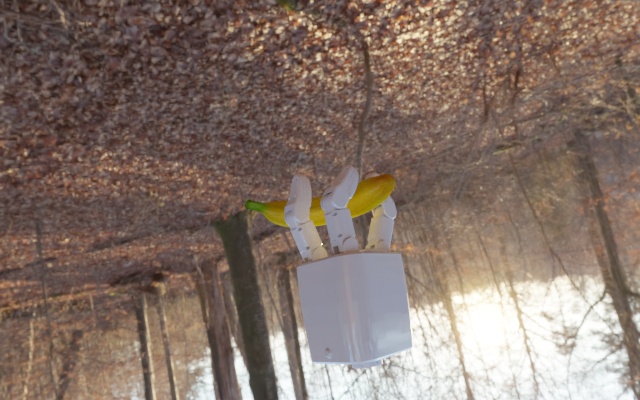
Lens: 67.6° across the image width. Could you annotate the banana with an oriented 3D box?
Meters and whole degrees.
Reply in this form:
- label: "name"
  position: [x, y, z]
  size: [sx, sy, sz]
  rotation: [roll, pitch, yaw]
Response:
- label: "banana"
  position: [0.007, 0.006, 0.571]
  size: [0.198, 0.037, 0.070]
  rotation: [-12, -17, 29]
